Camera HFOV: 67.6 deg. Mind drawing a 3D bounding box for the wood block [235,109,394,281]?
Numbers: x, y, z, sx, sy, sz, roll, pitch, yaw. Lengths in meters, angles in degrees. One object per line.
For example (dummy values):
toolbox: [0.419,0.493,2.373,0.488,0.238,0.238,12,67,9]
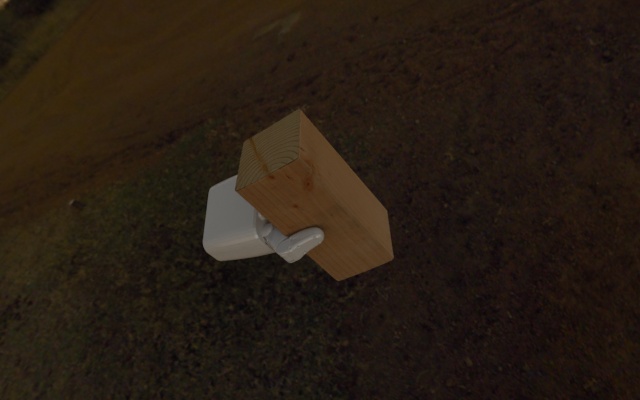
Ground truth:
wood block: [0.000,0.002,0.596,0.090,0.090,0.206,-26,-50,24]
